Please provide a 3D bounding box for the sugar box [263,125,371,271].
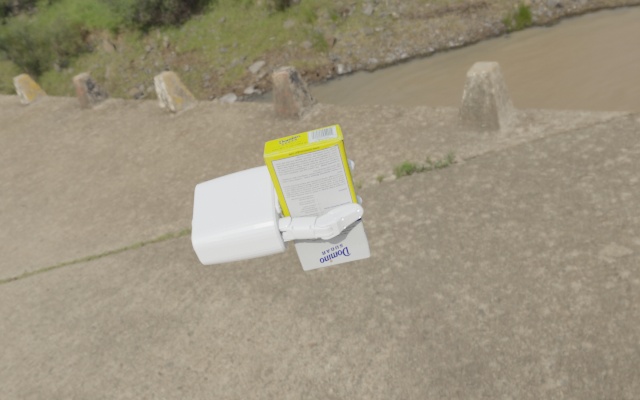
[{"bbox_3d":[0.000,0.002,0.593,0.093,0.176,0.048,-12,34,6],"label":"sugar box"}]
